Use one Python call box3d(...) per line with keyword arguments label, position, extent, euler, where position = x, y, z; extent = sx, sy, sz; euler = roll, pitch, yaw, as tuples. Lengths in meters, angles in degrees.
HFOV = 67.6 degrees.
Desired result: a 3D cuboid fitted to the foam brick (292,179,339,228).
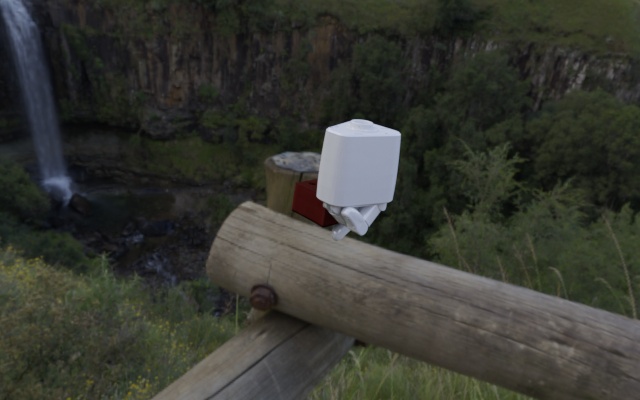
box3d(label="foam brick", position=(0.000, 0.003, 0.770), extent=(0.053, 0.051, 0.078), euler=(-13, 29, -42))
